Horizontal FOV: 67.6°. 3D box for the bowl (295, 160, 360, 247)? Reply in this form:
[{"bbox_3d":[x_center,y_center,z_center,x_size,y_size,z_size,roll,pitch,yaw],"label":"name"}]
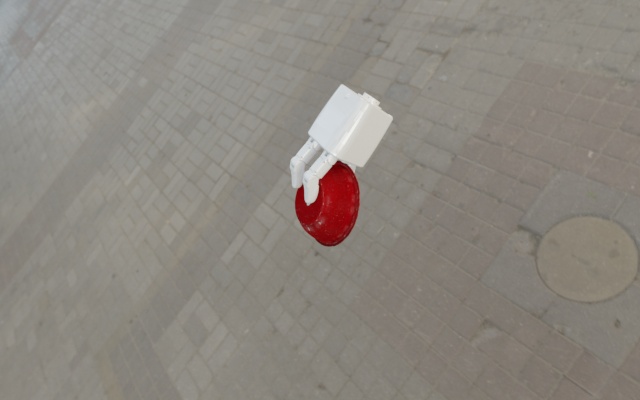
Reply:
[{"bbox_3d":[-0.001,0.004,0.876,0.055,0.162,0.162,7,-4,-36],"label":"bowl"}]
